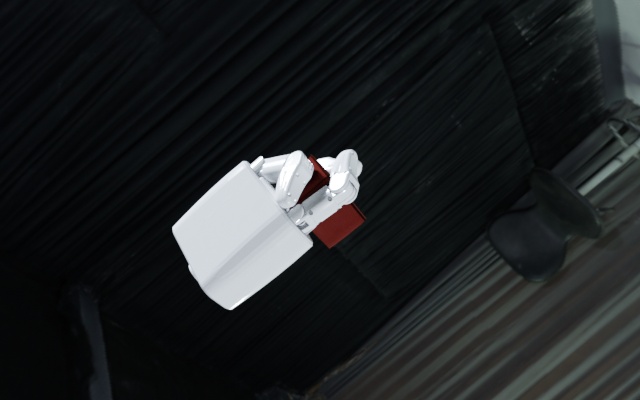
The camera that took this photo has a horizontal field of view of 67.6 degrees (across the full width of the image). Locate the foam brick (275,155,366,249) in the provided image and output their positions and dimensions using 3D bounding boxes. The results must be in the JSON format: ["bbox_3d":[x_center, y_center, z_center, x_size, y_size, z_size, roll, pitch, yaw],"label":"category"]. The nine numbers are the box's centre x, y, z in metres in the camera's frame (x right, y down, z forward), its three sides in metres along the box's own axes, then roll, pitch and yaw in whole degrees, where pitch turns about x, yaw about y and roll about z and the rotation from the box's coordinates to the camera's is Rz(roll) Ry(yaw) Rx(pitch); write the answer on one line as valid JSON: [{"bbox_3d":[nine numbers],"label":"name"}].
[{"bbox_3d":[0.000,0.002,0.502,0.078,0.051,0.053,48,1,-37],"label":"foam brick"}]
